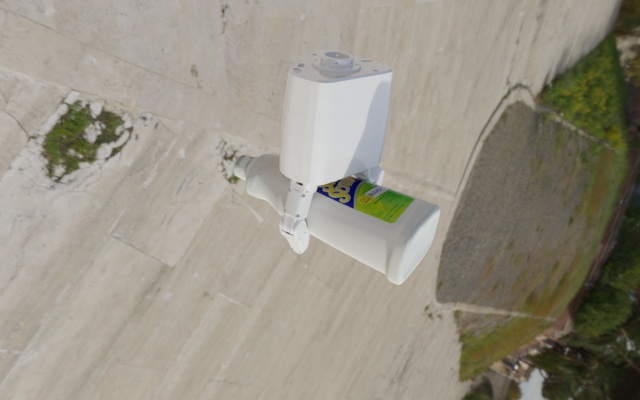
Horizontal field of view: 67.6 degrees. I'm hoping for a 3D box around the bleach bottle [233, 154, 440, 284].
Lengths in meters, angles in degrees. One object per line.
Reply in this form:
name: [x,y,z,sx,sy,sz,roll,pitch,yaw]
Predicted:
bleach bottle: [0.000,0.002,0.545,0.251,0.068,0.102,22,34,25]
